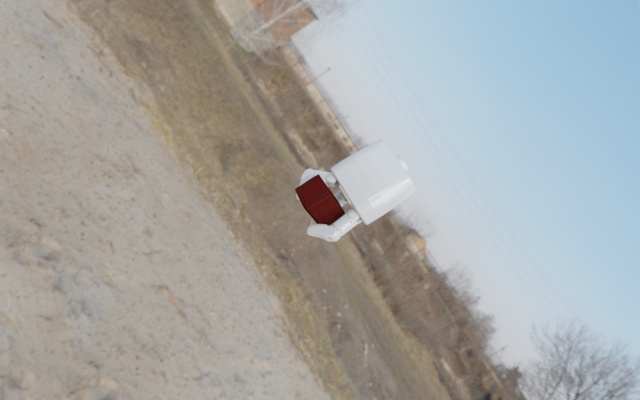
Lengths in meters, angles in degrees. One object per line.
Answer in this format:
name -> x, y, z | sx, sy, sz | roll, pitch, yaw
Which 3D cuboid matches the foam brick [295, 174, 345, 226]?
foam brick -> 0.000, 0.003, 0.830 | 0.051, 0.053, 0.078 | -33, -39, 4
